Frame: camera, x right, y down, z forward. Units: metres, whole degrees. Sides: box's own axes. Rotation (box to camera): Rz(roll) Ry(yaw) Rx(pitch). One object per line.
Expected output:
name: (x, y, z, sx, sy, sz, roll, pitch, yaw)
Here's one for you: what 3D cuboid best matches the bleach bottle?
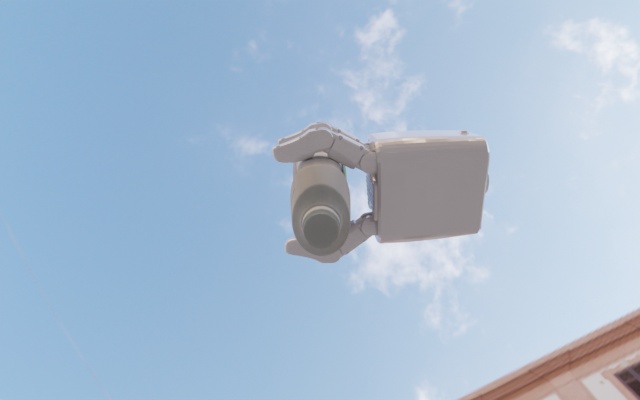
bleach bottle: (0.000, 0.002, 0.491, 0.068, 0.102, 0.250, -3, 14, 0)
